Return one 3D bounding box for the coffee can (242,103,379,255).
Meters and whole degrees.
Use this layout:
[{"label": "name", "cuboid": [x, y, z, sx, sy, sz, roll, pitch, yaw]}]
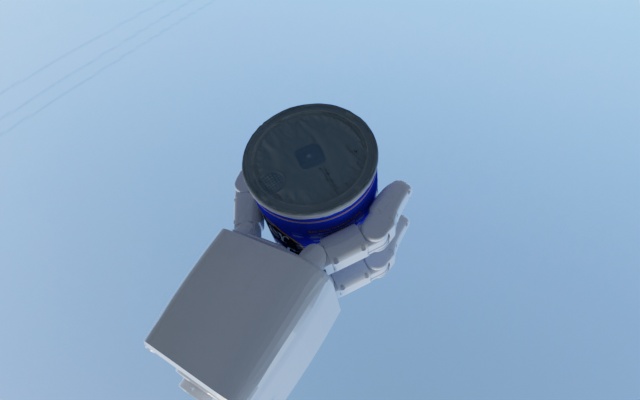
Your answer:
[{"label": "coffee can", "cuboid": [0.000, 0.001, 0.413, 0.103, 0.102, 0.140, 0, -30, 8]}]
